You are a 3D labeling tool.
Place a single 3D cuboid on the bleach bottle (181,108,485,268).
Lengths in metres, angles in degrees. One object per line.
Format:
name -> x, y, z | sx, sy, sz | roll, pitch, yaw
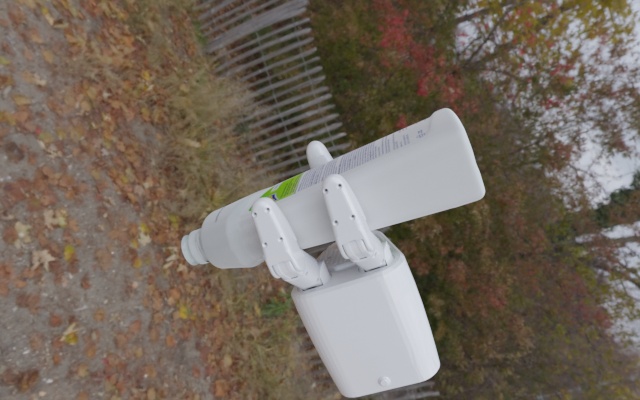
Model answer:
bleach bottle -> 0.000, 0.001, 0.401 | 0.251, 0.068, 0.102 | -19, 13, 15
